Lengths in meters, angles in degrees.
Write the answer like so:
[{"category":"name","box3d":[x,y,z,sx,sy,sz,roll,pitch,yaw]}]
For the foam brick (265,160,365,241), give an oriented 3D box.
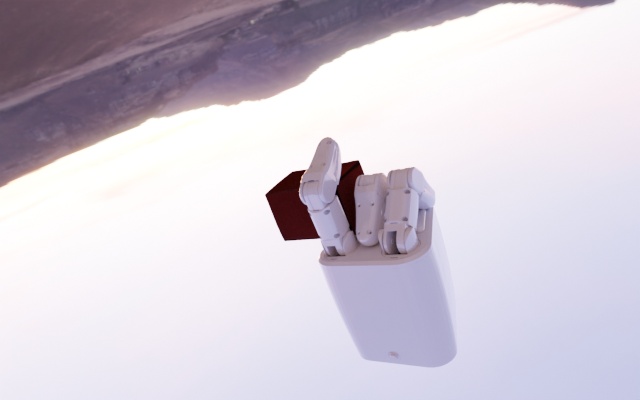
[{"category":"foam brick","box3d":[0.000,0.001,0.431,0.078,0.051,0.053,-6,24,35]}]
